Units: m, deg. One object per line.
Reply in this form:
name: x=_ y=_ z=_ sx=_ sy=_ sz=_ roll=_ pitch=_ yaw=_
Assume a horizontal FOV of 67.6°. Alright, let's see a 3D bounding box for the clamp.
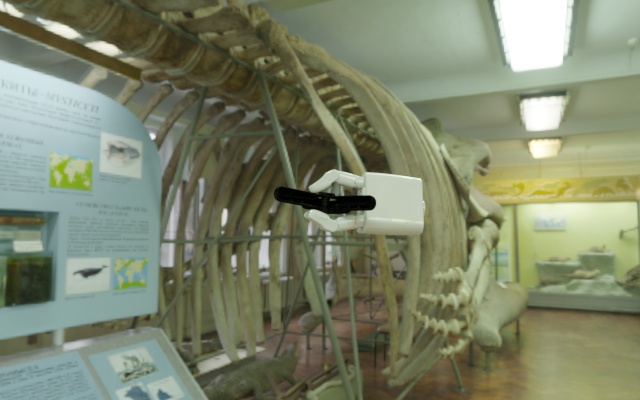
clamp: x=0.000 y=0.002 z=0.850 sx=0.164 sy=0.036 sz=0.210 roll=7 pitch=-5 yaw=-4
